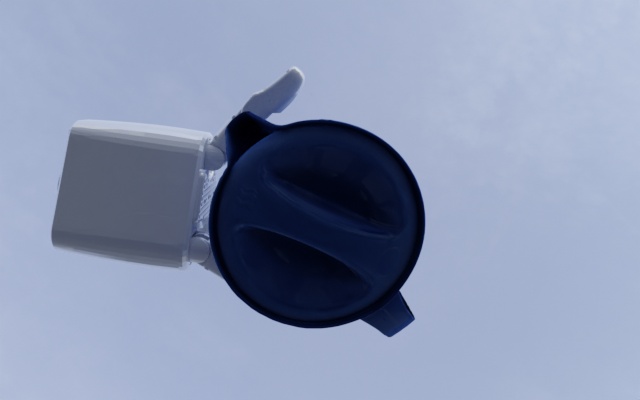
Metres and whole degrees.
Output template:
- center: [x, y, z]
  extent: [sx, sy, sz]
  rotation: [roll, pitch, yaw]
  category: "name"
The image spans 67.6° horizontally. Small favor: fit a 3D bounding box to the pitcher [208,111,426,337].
- center: [0.000, 0.001, 0.404]
  extent: [0.145, 0.149, 0.242]
  rotation: [6, 12, -3]
  category: "pitcher"
